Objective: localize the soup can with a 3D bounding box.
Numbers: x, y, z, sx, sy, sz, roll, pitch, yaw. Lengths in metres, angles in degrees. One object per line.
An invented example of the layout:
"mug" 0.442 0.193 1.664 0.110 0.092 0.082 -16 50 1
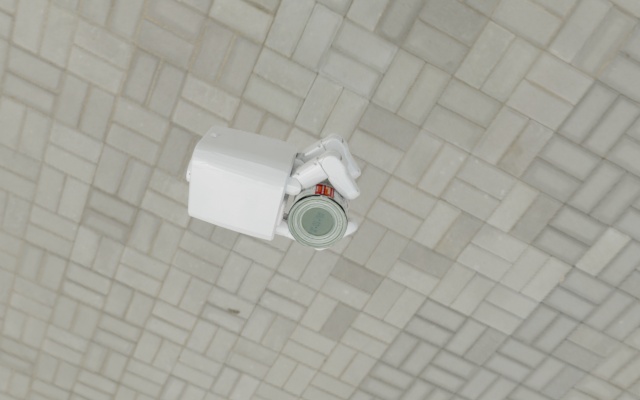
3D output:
"soup can" 0.001 0.002 0.557 0.068 0.068 0.102 0 27 5
